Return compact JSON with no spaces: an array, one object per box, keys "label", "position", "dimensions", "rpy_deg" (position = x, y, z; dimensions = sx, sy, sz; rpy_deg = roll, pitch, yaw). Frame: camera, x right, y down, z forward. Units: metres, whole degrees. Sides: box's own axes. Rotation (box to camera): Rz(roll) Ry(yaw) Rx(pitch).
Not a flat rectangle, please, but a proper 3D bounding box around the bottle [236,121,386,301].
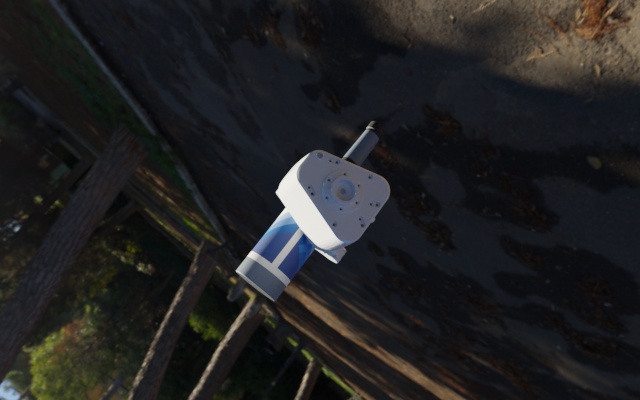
[{"label":"bottle","position":[0.000,0.002,0.673],"dimensions":[0.069,0.295,0.069],"rpy_deg":[34,-16,12]}]
